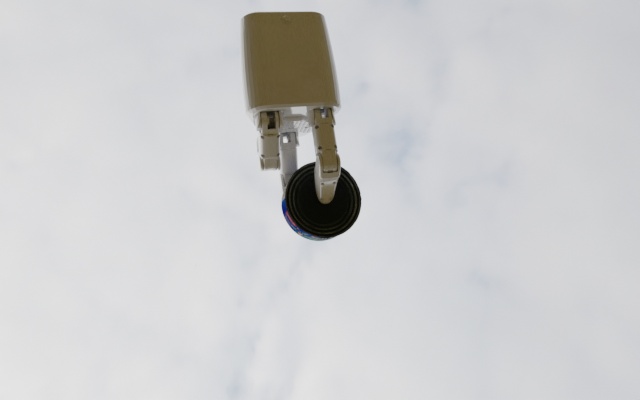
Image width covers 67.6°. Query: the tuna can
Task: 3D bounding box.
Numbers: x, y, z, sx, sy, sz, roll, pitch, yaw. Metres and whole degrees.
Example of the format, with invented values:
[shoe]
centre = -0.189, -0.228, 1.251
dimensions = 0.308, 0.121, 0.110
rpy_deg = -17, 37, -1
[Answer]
[tuna can]
centre = 0.000, 0.002, 0.532
dimensions = 0.086, 0.086, 0.034
rpy_deg = 0, -13, -14
